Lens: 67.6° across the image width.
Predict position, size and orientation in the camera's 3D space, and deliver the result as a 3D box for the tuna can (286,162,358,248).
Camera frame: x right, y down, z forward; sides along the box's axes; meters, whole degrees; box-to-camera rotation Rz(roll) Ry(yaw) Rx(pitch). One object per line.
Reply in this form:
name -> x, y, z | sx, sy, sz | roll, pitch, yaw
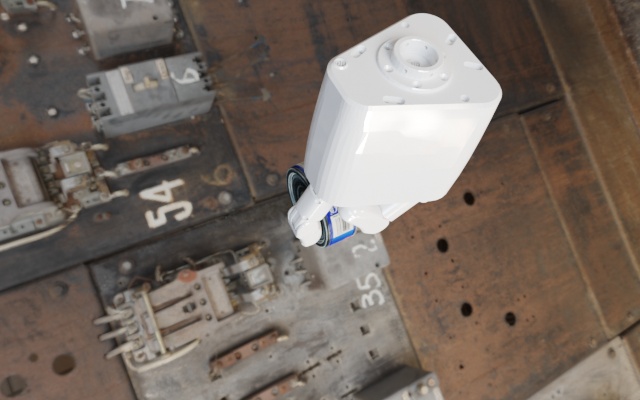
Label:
tuna can -> 0.000, 0.002, 0.461 | 0.034, 0.086, 0.086 | -23, 8, -19
